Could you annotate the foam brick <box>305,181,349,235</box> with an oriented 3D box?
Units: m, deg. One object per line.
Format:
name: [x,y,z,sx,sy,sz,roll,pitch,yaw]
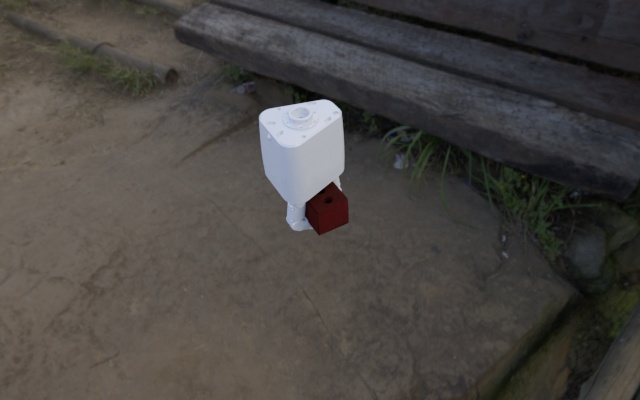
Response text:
foam brick: [0.000,0.003,0.713,0.053,0.051,0.078,-24,51,-19]
